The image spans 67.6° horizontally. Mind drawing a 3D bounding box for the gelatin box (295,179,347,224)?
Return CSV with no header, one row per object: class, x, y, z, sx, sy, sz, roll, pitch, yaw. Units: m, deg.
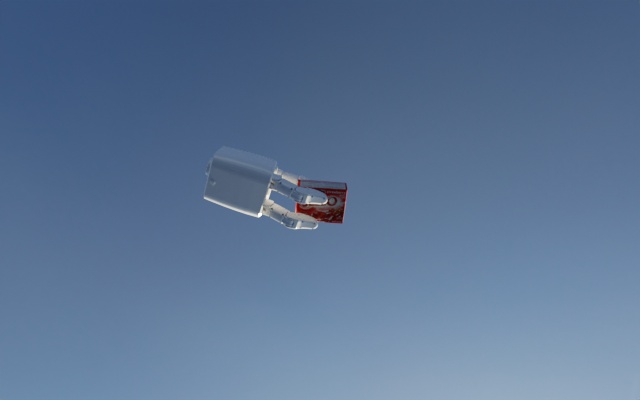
gelatin box,0.000,0.003,0.858,0.089,0.073,0.030,4,31,-4
